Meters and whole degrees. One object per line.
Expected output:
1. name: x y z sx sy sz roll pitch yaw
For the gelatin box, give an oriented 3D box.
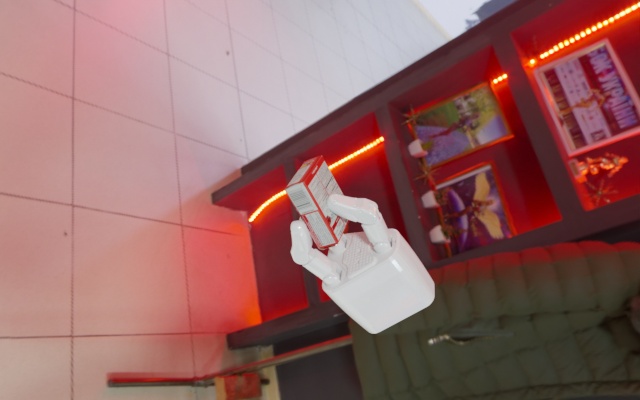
1. gelatin box: 0.000 0.001 0.568 0.030 0.089 0.073 -19 22 27
